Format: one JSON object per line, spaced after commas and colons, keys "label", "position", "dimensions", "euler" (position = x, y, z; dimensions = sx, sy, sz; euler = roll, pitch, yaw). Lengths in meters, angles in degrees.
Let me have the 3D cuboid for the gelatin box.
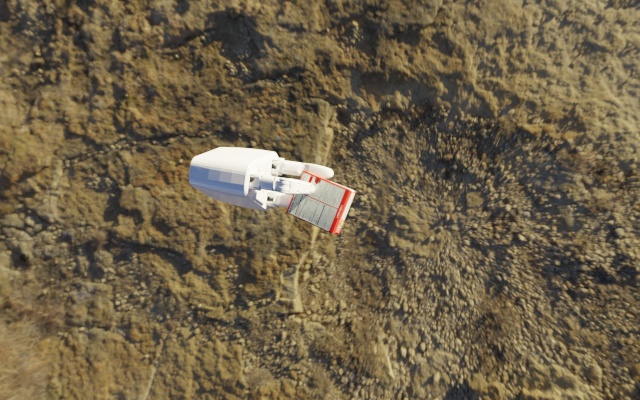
{"label": "gelatin box", "position": [0.000, 0.003, 0.743], "dimensions": [0.089, 0.073, 0.030], "euler": [24, 5, 22]}
